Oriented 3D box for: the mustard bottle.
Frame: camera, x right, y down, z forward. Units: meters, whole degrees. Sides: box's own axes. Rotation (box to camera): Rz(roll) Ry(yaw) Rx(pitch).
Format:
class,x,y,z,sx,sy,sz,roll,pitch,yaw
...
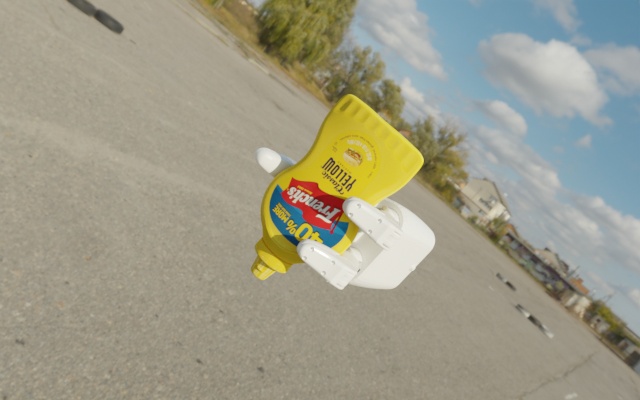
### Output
class,x,y,z,sx,sy,sz,roll,pitch,yaw
mustard bottle,0.000,0.001,0.453,0.096,0.191,0.058,43,11,8
